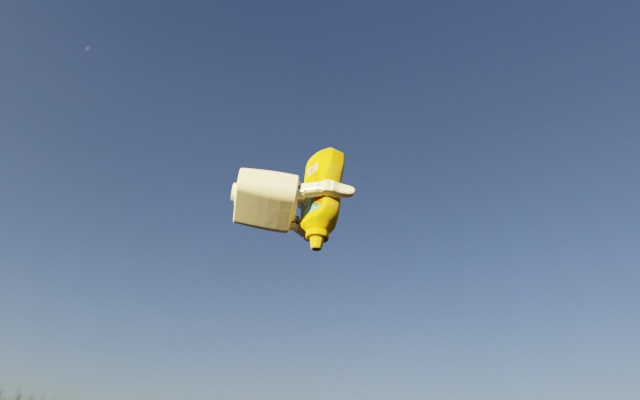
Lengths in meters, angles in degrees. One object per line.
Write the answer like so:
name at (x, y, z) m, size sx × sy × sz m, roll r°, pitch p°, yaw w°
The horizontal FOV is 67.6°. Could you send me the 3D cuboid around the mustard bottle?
mustard bottle at (0.000, 0.003, 0.876) m, size 0.058 × 0.191 × 0.096 m, roll 24°, pitch -35°, yaw -26°
